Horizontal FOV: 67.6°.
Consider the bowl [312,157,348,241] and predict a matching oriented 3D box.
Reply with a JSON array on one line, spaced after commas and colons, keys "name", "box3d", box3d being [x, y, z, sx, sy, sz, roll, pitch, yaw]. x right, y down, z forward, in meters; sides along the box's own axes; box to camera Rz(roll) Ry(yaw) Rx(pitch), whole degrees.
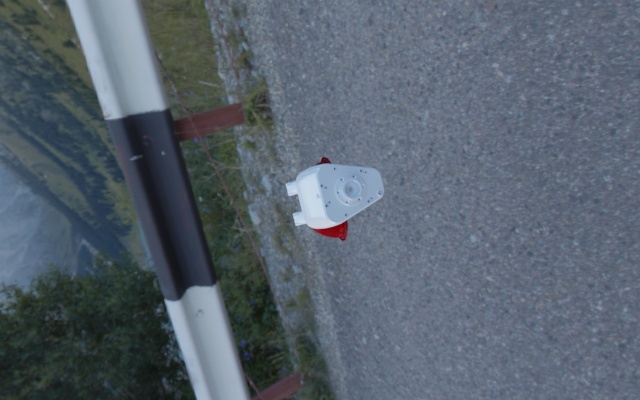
[{"name": "bowl", "box3d": [0.000, 0.003, 0.892, 0.055, 0.162, 0.162, -14, 2, -10]}]
